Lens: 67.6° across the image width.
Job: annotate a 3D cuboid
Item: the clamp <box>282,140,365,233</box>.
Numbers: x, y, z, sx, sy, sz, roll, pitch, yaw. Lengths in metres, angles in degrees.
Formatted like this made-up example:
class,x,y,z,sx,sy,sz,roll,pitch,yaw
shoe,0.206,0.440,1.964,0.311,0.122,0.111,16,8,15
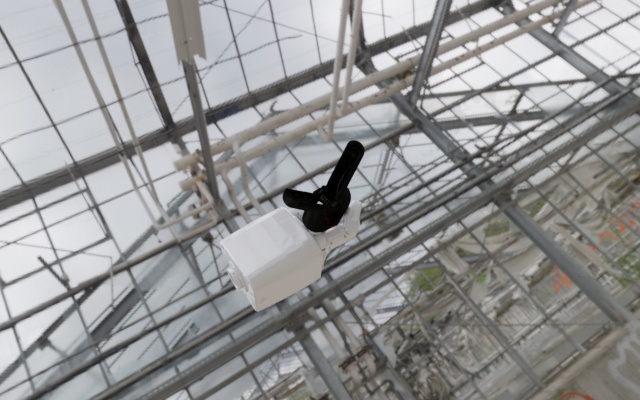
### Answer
class,x,y,z,sx,sy,sz,roll,pitch,yaw
clamp,0.000,0.002,0.629,0.120,0.039,0.172,-28,-28,-20
